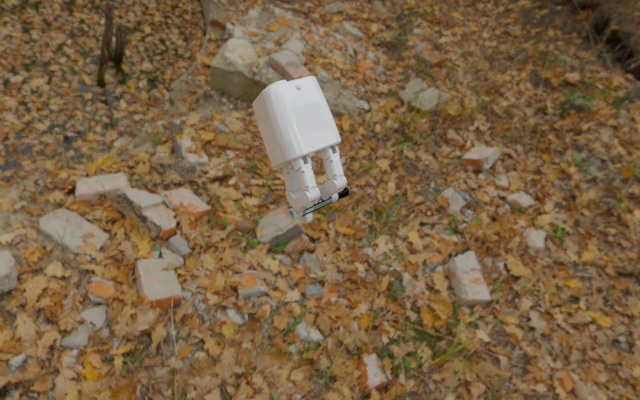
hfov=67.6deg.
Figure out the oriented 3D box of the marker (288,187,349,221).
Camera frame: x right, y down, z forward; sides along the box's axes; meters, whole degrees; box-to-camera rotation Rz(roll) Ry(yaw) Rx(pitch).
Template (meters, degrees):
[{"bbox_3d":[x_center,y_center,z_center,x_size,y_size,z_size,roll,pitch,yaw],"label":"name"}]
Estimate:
[{"bbox_3d":[0.000,0.003,0.761,0.121,0.020,0.020,-24,14,-36],"label":"marker"}]
